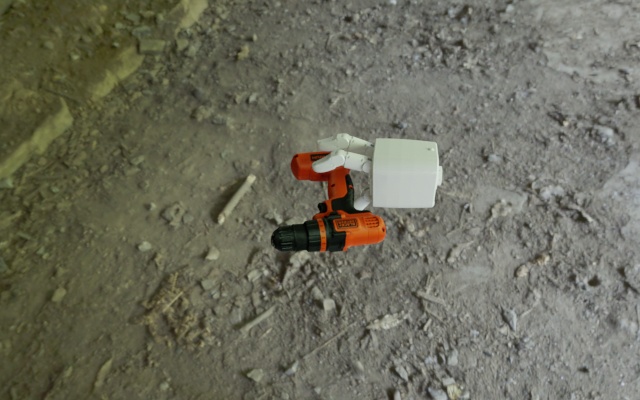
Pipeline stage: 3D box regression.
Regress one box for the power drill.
[{"bbox_3d":[0.000,0.002,0.800,0.184,0.187,0.057,-4,-37,-13],"label":"power drill"}]
